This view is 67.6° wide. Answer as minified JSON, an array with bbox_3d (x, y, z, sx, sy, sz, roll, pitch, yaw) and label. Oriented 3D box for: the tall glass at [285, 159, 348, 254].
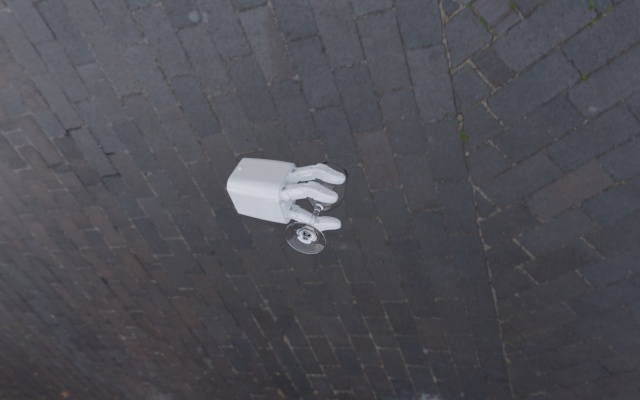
[{"bbox_3d":[0.000,0.003,0.897,0.079,0.079,0.201,0,39,21],"label":"tall glass"}]
